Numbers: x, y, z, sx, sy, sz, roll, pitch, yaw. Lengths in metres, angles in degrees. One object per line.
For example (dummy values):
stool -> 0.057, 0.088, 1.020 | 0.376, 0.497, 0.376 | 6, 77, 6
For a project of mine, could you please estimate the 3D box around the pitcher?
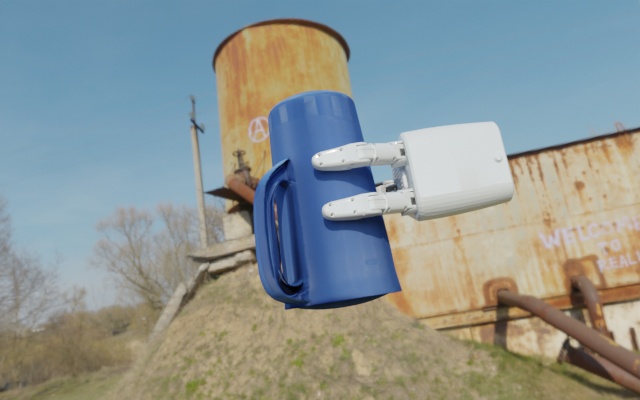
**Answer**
pitcher -> 0.000, 0.002, 0.551 | 0.145, 0.242, 0.149 | -10, -11, 1
